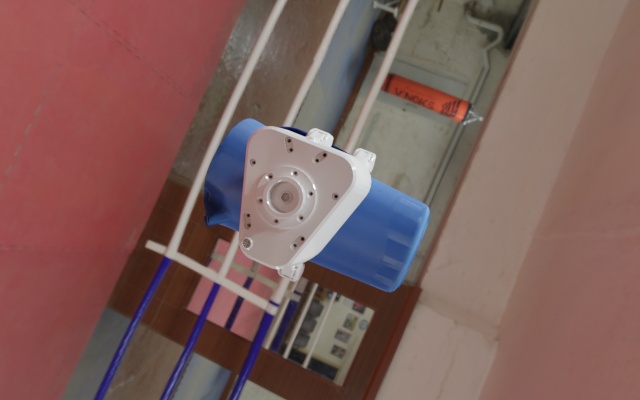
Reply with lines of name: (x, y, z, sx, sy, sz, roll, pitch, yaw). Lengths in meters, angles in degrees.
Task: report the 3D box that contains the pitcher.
pitcher: (0.000, 0.002, 0.562, 0.243, 0.149, 0.145, 24, 2, 9)
